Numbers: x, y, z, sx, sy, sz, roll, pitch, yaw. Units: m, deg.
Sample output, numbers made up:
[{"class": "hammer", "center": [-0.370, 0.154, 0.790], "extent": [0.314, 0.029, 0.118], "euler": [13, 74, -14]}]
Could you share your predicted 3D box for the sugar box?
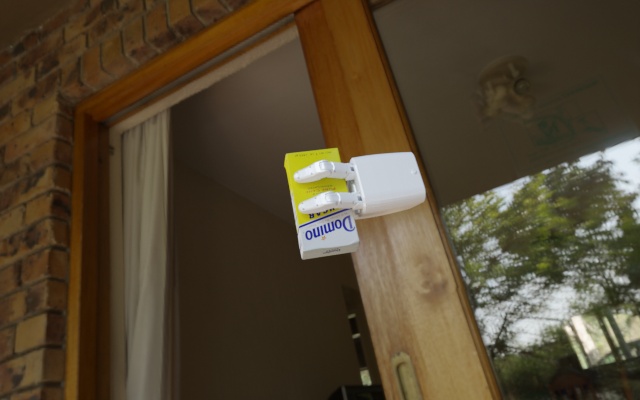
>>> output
[{"class": "sugar box", "center": [0.000, 0.002, 0.784], "extent": [0.093, 0.176, 0.048], "euler": [-8, -26, -9]}]
